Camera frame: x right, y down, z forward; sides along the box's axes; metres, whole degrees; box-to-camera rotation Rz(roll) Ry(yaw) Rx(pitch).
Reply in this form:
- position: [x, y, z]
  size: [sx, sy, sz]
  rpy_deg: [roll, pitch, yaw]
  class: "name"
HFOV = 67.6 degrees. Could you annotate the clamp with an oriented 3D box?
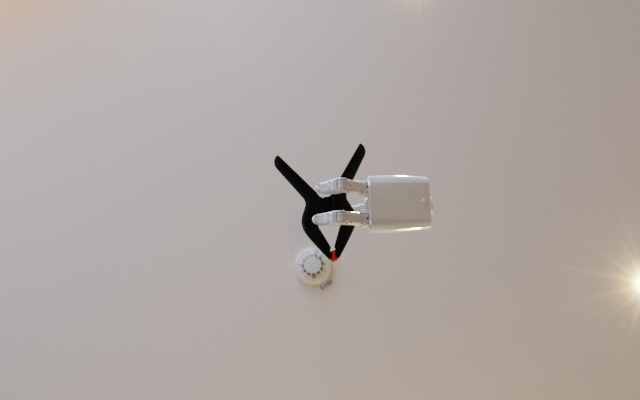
- position: [0.000, 0.003, 0.843]
  size: [0.164, 0.210, 0.036]
  rpy_deg: [-2, -12, 3]
  class: "clamp"
